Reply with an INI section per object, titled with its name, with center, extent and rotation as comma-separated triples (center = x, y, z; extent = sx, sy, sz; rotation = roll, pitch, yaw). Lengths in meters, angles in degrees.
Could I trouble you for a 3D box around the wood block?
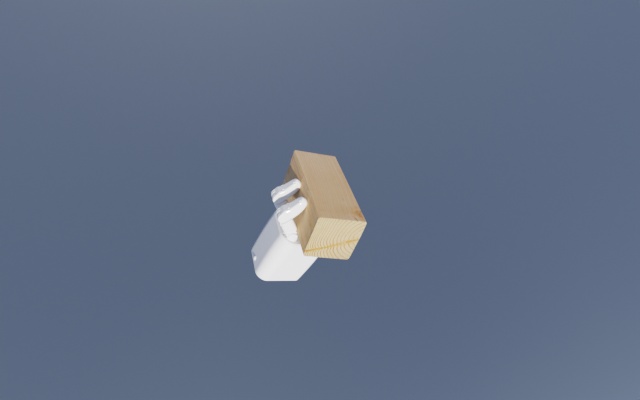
[wood block]
center = 0.000, 0.003, 0.885
extent = 0.091, 0.090, 0.206
rotation = 7, 35, -23
